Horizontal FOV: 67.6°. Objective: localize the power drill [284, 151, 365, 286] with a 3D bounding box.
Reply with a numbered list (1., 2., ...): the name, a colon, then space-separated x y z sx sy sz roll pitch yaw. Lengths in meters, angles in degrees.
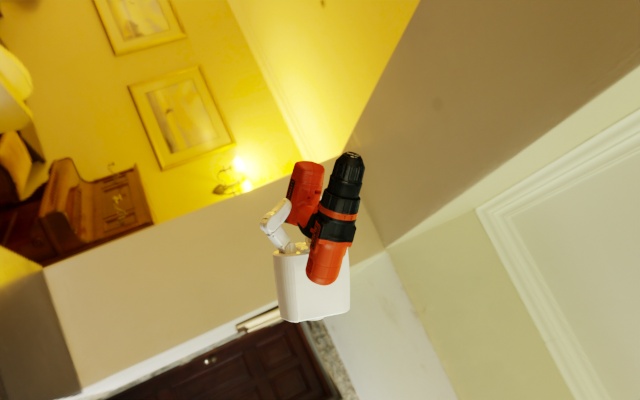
1. power drill: 0.000 0.002 0.686 0.057 0.184 0.187 10 17 -19
